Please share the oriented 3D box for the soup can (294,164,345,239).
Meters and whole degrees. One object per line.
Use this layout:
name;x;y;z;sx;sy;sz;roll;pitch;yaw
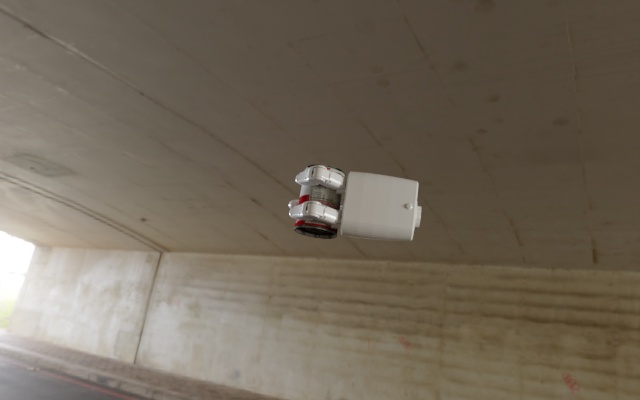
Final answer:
soup can;0.000;0.002;0.748;0.068;0.102;0.068;8;-16;2
